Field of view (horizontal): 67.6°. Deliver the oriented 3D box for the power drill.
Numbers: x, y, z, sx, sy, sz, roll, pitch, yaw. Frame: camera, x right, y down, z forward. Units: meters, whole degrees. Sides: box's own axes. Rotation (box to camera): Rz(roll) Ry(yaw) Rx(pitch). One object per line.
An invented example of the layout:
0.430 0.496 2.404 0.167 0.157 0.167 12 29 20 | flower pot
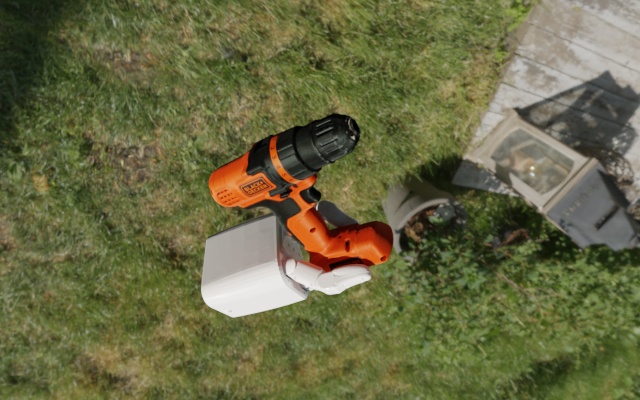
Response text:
0.000 0.002 0.514 0.184 0.057 0.188 -19 -52 34 | power drill
